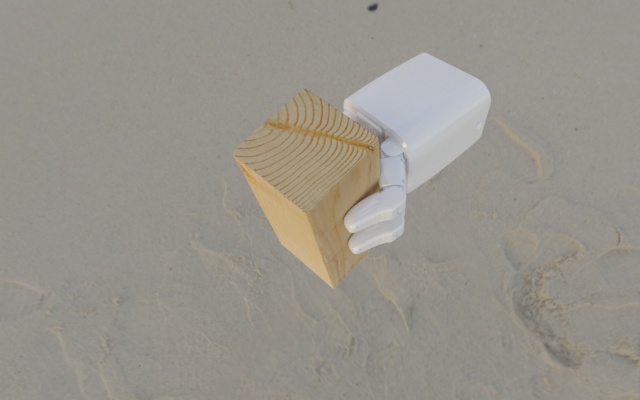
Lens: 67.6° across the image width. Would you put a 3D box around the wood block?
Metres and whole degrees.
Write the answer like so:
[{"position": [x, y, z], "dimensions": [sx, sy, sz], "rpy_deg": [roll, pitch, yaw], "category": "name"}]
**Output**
[{"position": [0.000, 0.001, 0.481], "dimensions": [0.090, 0.090, 0.206], "rpy_deg": [39, -16, 23], "category": "wood block"}]
